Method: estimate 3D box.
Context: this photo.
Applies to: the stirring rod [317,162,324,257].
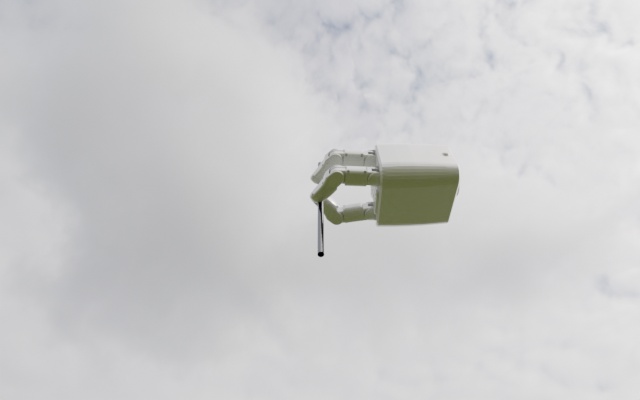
[{"bbox_3d":[0.000,0.002,0.653,0.011,0.011,0.239,0,30,0],"label":"stirring rod"}]
